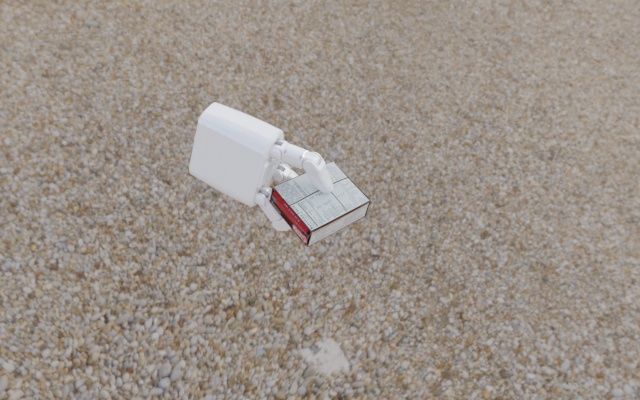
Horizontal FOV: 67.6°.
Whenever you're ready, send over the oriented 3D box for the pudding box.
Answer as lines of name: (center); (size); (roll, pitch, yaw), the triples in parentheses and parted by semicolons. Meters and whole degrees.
pudding box: (0.000, 0.002, 0.662); (0.113, 0.090, 0.039); (-26, -28, -30)
